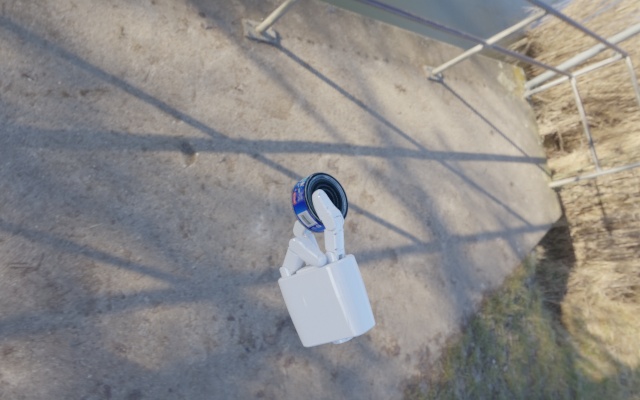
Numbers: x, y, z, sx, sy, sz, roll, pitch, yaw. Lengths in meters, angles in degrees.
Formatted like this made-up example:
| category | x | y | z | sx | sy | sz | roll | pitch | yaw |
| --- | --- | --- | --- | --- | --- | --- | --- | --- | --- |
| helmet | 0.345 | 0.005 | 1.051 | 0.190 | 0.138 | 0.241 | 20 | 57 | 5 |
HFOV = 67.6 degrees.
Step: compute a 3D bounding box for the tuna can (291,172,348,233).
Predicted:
| category | x | y | z | sx | sy | sz | roll | pitch | yaw |
| --- | --- | --- | --- | --- | --- | --- | --- | --- | --- |
| tuna can | 0.000 | 0.002 | 0.703 | 0.086 | 0.086 | 0.034 | 0 | -18 | -42 |
